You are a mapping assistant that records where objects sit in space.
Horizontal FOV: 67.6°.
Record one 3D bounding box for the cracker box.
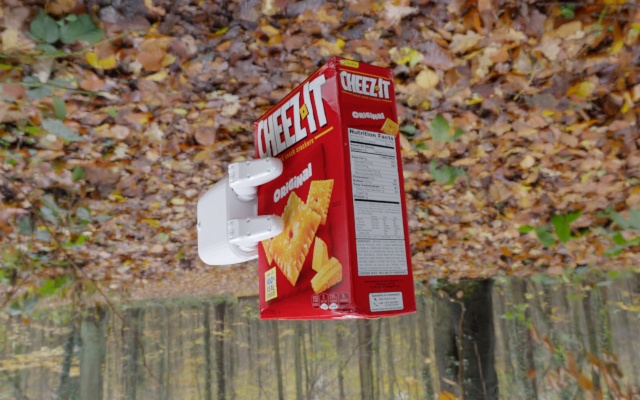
[{"bbox_3d":[0.000,0.002,0.448,0.072,0.213,0.164,4,-14,-32],"label":"cracker box"}]
